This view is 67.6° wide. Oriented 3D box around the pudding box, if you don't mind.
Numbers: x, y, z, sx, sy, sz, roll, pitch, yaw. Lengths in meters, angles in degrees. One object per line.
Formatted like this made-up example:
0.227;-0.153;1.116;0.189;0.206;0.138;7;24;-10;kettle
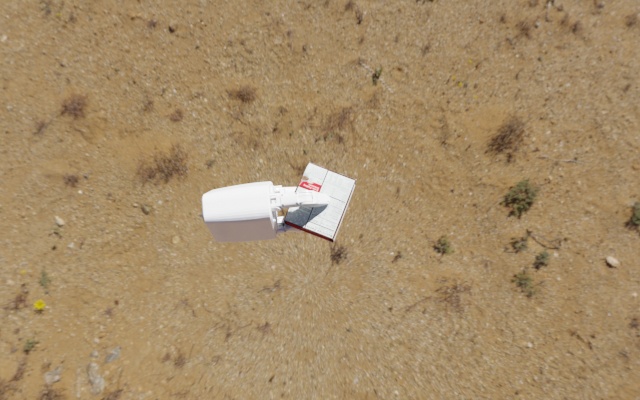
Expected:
0.000;0.003;0.798;0.090;0.113;0.039;22;-9;4;pudding box
